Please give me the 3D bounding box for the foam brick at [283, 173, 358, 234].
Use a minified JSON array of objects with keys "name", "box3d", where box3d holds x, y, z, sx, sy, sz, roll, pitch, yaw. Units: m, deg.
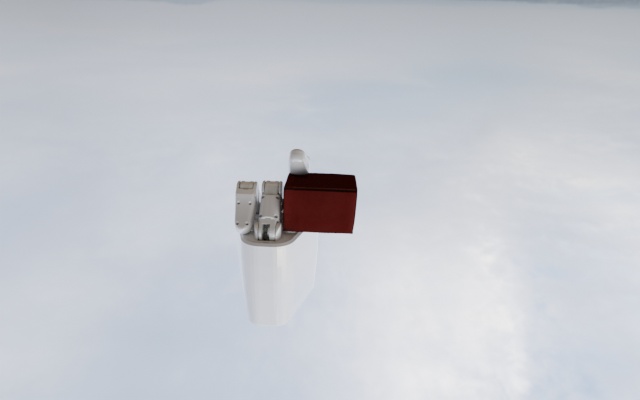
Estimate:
[{"name":"foam brick","box3d":[0.000,0.002,0.524,0.078,0.051,0.053,2,21,2]}]
